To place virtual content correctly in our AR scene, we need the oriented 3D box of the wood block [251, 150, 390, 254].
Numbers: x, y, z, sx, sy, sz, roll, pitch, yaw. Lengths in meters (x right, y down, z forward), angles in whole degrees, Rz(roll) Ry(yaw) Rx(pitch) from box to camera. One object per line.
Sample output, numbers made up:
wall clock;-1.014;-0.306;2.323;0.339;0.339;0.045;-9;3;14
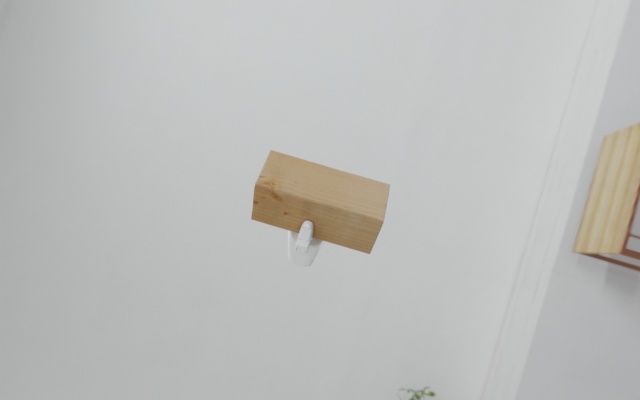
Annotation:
wood block;0.000;0.003;0.788;0.206;0.090;0.090;16;-44;1
